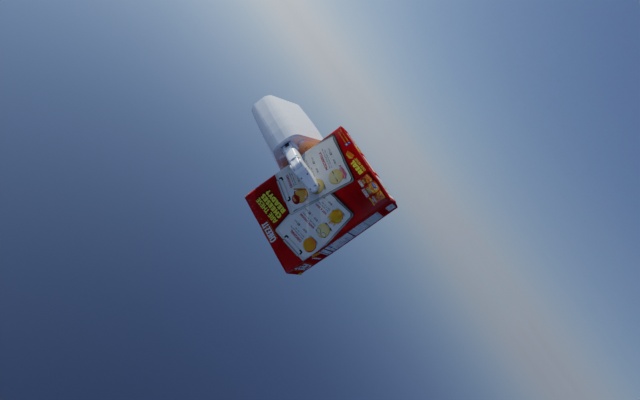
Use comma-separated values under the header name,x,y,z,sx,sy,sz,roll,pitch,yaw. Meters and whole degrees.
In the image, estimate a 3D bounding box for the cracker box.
name,x,y,z,sx,sy,sz,roll,pitch,yaw
cracker box,0.000,0.003,0.824,0.214,0.164,0.072,-36,-22,10
